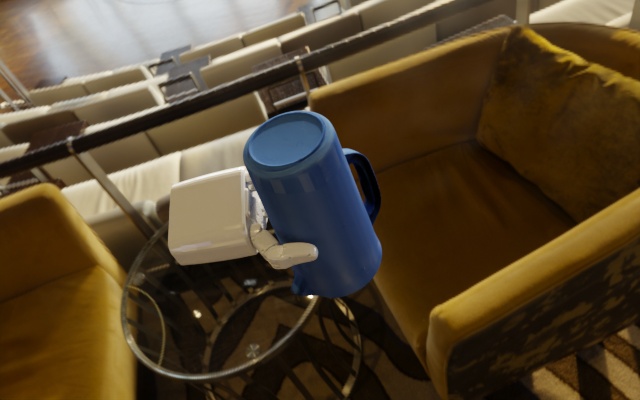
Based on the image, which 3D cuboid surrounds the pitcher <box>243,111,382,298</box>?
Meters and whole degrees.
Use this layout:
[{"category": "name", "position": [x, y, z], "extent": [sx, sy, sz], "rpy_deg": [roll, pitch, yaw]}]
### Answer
[{"category": "pitcher", "position": [0.000, 0.002, 0.614], "extent": [0.145, 0.149, 0.243], "rpy_deg": [-11, -43, 10]}]
